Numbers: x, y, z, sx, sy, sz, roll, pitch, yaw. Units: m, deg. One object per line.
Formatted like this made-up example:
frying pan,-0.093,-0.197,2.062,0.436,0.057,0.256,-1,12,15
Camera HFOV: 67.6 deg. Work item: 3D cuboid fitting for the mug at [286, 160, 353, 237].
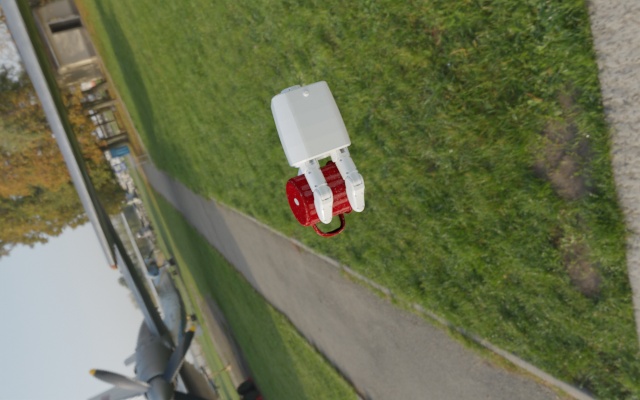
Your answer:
mug,0.000,0.004,0.773,0.081,0.117,0.093,-21,3,-20
